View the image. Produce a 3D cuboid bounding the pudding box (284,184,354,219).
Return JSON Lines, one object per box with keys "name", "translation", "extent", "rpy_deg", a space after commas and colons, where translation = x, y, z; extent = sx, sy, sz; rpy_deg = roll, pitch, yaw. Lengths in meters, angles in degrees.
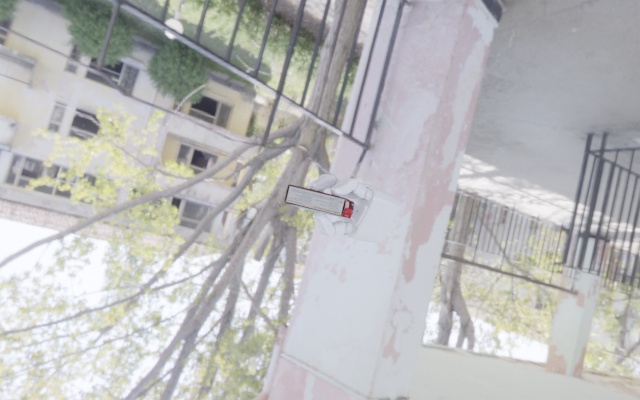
{"name": "pudding box", "translation": [0.000, 0.003, 0.883], "extent": [0.113, 0.039, 0.090], "rpy_deg": [12, -3, 14]}
